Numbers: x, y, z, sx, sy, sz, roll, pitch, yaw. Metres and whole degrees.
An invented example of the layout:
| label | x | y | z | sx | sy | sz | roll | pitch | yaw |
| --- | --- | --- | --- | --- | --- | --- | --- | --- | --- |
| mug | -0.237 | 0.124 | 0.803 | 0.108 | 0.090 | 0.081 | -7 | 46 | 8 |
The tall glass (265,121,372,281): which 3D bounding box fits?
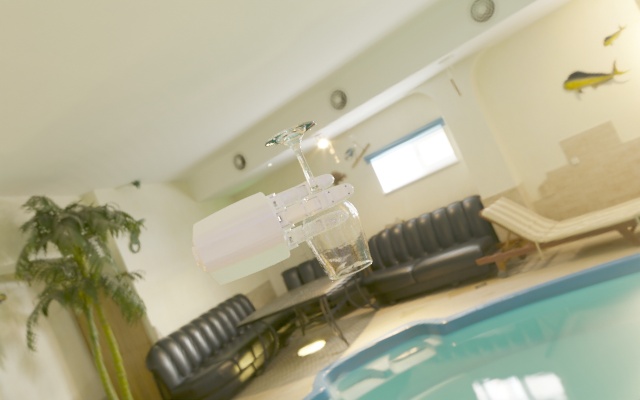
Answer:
| label | x | y | z | sx | sy | sz | roll | pitch | yaw |
| --- | --- | --- | --- | --- | --- | --- | --- | --- | --- |
| tall glass | 0.000 | 0.001 | 0.631 | 0.079 | 0.201 | 0.079 | -24 | -2 | -1 |
